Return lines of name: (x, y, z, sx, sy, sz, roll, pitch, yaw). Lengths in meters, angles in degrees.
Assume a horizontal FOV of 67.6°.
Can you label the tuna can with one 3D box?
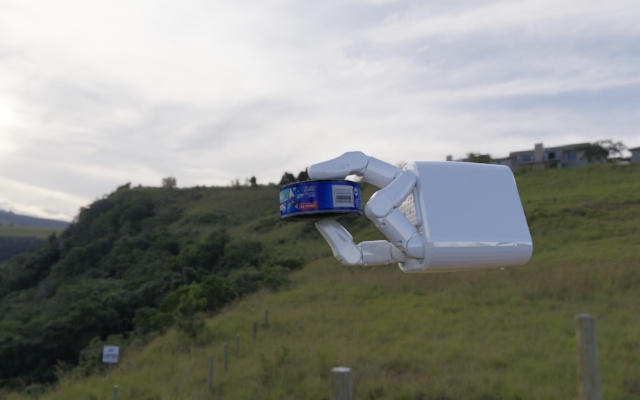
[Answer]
tuna can: (0.000, 0.001, 0.498, 0.086, 0.033, 0.086, -4, -8, 0)
